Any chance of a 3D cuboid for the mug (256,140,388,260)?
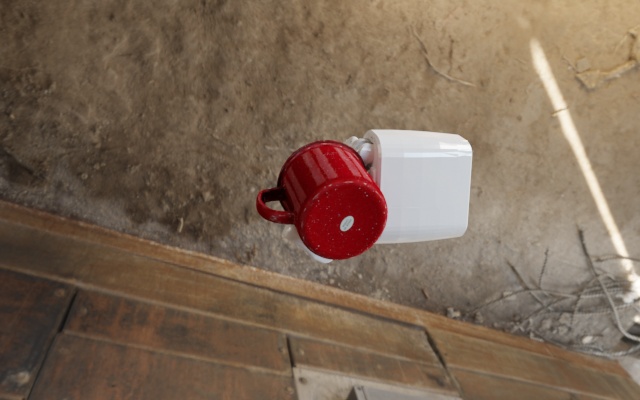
[{"bbox_3d":[-0.001,0.001,0.437,0.117,0.093,0.081,-2,26,-14],"label":"mug"}]
